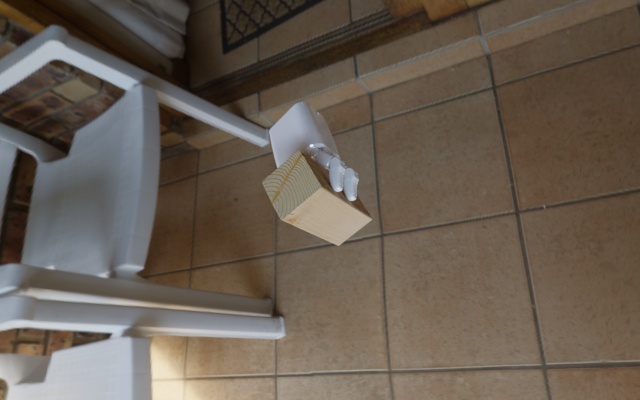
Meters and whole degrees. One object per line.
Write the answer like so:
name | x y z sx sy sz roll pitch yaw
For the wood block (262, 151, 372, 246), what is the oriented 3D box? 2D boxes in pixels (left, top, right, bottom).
wood block | 0.000 0.003 0.874 0.091 0.090 0.206 -39 -32 14
